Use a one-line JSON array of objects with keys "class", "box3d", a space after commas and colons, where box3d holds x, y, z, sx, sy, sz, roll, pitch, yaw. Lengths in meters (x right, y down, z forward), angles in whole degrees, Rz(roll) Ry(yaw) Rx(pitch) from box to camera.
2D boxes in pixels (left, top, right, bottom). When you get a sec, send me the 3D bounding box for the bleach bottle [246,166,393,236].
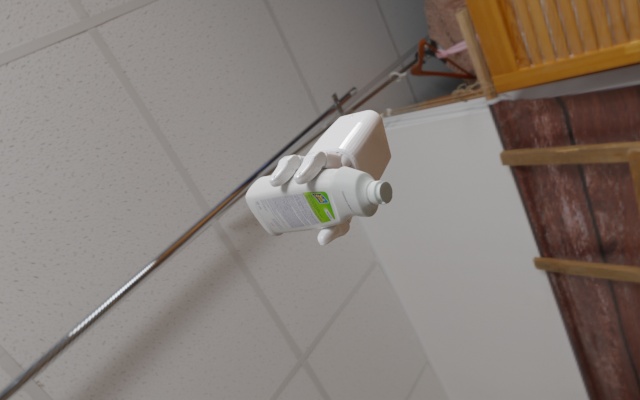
[{"class": "bleach bottle", "box3d": [0.000, 0.002, 0.705, 0.251, 0.103, 0.068, -4, 40, 45]}]
